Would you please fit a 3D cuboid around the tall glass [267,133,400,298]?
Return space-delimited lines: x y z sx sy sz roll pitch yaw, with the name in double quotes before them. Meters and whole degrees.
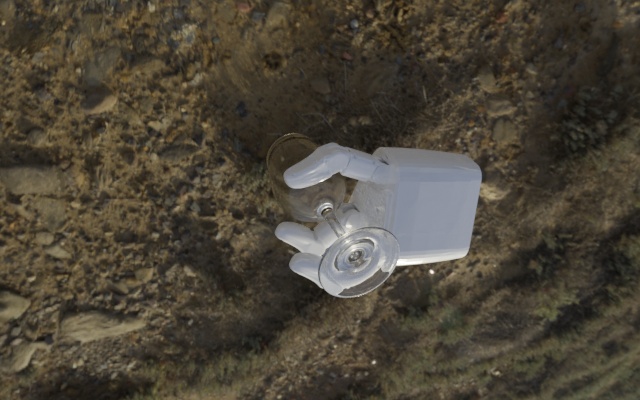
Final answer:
"tall glass" 0.000 0.002 0.476 0.079 0.079 0.201 0 31 -23
